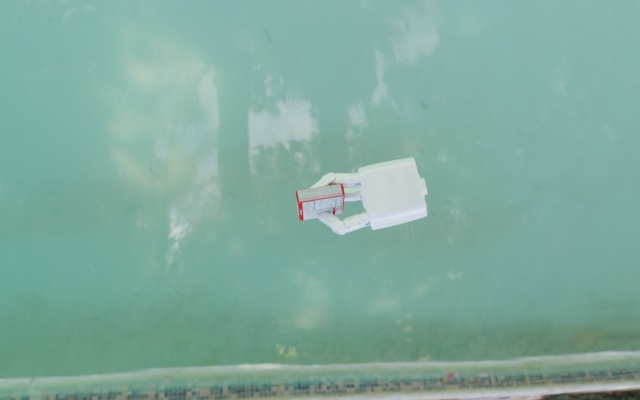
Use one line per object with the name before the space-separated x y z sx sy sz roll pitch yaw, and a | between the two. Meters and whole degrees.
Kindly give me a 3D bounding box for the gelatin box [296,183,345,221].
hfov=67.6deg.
gelatin box | 0.000 0.003 0.898 0.089 0.030 0.073 -10 -28 -5
